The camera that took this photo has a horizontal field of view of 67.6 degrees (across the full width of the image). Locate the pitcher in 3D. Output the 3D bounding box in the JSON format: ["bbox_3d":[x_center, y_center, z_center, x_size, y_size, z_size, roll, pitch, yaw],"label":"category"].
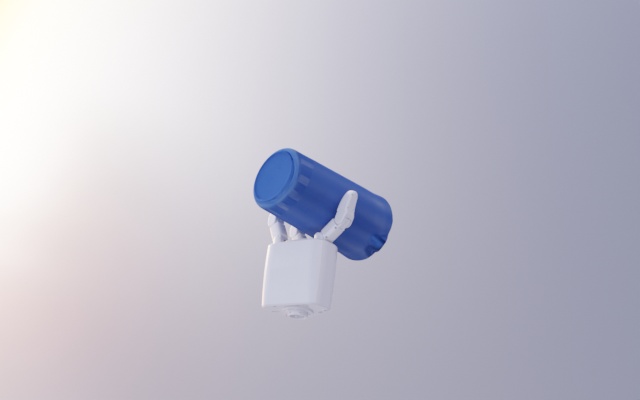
[{"bbox_3d":[0.000,0.003,0.839,0.149,0.145,0.243,-17,-35,40],"label":"pitcher"}]
